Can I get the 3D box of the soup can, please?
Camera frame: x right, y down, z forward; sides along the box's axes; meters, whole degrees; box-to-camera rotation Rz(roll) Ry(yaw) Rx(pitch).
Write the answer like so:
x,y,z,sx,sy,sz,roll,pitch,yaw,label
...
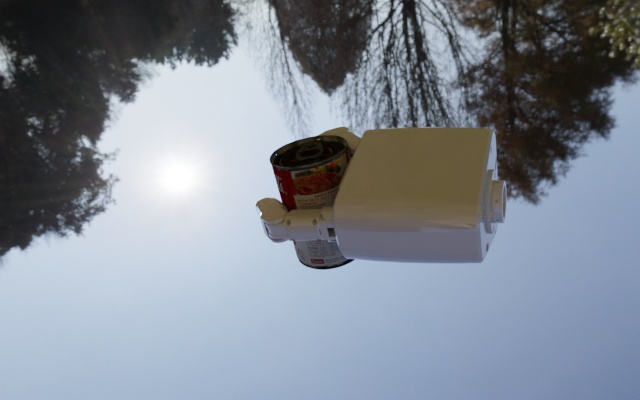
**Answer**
x,y,z,sx,sy,sz,roll,pitch,yaw,label
0.000,0.002,0.426,0.068,0.102,0.068,-11,26,5,soup can
